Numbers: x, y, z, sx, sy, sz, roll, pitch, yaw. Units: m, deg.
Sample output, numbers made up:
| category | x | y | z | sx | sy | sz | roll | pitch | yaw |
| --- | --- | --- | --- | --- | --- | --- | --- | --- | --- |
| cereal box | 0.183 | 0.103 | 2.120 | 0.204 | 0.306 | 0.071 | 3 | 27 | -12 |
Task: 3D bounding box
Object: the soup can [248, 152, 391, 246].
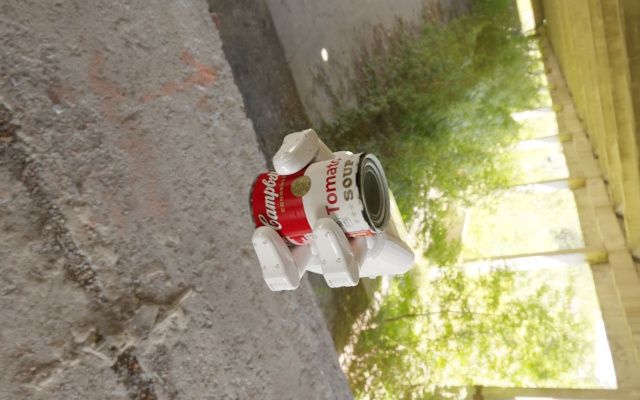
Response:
| category | x | y | z | sx | sy | sz | roll | pitch | yaw |
| --- | --- | --- | --- | --- | --- | --- | --- | --- | --- |
| soup can | 0.000 | 0.001 | 0.402 | 0.102 | 0.068 | 0.068 | -10 | -4 | 26 |
